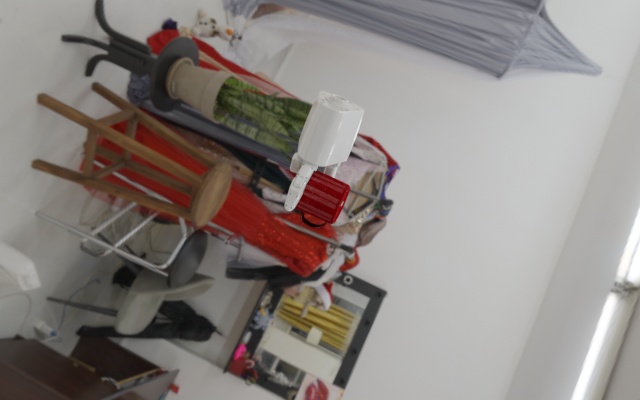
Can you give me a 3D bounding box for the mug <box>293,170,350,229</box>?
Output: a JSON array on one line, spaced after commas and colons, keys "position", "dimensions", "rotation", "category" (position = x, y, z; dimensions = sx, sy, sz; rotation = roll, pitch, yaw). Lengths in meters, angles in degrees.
[{"position": [0.000, 0.004, 0.897], "dimensions": [0.081, 0.117, 0.093], "rotation": [25, 25, 7], "category": "mug"}]
